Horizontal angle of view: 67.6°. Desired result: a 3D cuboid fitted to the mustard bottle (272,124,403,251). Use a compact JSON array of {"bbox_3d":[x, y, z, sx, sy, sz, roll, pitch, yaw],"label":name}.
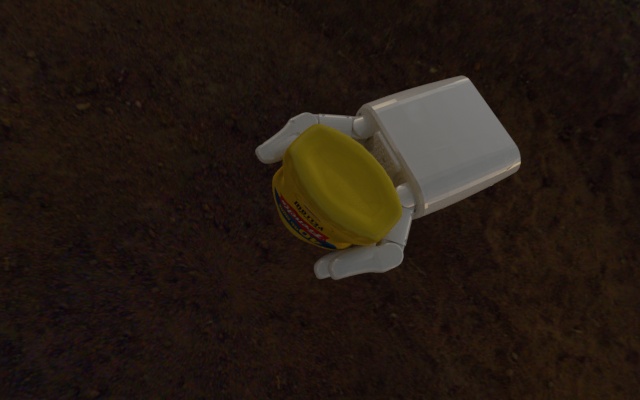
[{"bbox_3d":[0.000,0.002,0.428,0.058,0.096,0.191,-46,2,-15],"label":"mustard bottle"}]
